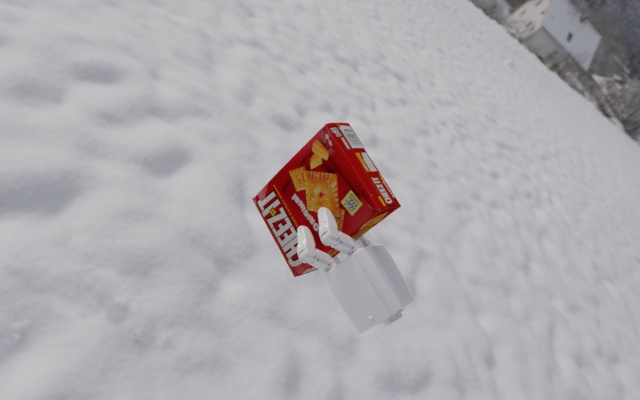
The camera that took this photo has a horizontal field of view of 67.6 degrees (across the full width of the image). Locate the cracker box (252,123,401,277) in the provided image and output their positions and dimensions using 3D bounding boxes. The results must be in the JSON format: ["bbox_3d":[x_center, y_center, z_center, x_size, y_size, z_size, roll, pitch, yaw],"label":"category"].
[{"bbox_3d":[0.000,0.002,0.778,0.214,0.164,0.072,-41,-19,35],"label":"cracker box"}]
